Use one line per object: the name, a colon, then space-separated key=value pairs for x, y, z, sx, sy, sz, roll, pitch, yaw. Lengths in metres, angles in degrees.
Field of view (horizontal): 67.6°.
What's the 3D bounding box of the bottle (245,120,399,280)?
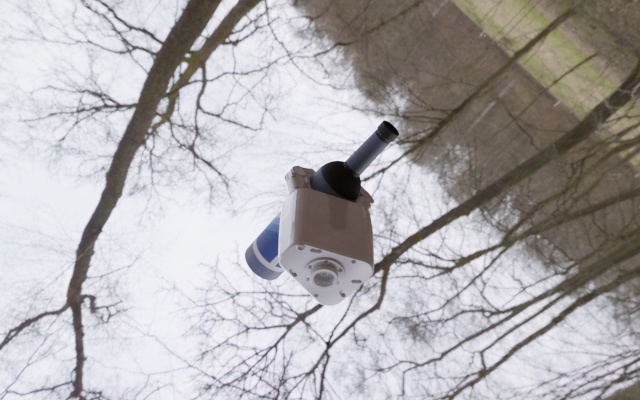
bottle: x=0.000 y=0.002 z=0.671 sx=0.069 sy=0.069 sz=0.296 roll=0 pitch=-40 yaw=-52
